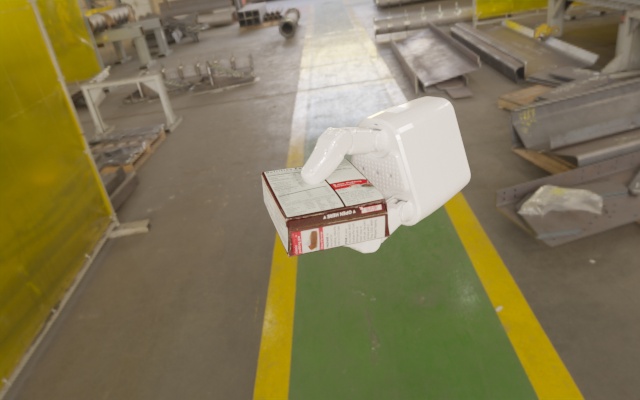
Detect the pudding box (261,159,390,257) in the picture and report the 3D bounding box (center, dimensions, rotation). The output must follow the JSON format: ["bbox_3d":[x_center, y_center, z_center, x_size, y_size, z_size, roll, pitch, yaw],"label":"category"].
[{"bbox_3d":[0.000,0.001,0.432,0.090,0.039,0.113,-11,25,-12],"label":"pudding box"}]
